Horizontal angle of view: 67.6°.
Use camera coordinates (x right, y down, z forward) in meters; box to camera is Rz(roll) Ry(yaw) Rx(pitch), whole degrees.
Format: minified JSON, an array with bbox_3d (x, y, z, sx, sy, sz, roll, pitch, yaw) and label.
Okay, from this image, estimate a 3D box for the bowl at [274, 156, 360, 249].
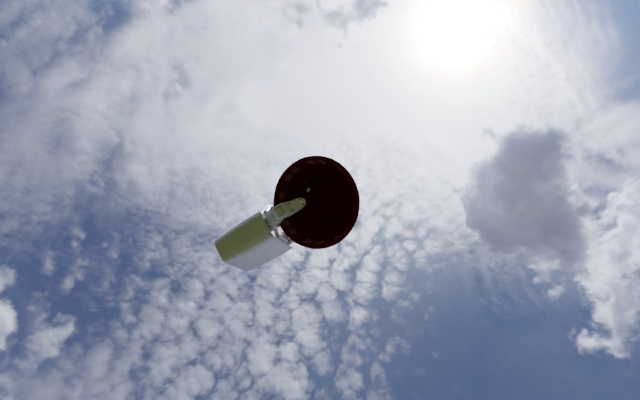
[{"bbox_3d":[0.001,0.002,0.844,0.162,0.162,0.055,0,1,23],"label":"bowl"}]
